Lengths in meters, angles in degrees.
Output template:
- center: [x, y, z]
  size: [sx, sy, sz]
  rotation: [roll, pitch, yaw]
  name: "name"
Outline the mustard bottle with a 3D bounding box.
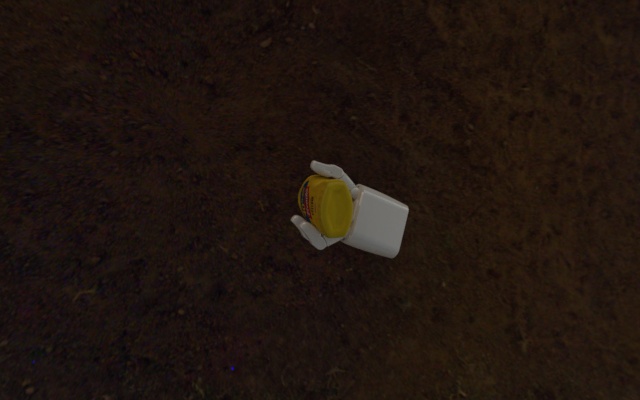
- center: [0.000, 0.003, 0.864]
  size: [0.058, 0.096, 0.191]
  rotation: [-5, 10, -16]
  name: "mustard bottle"
